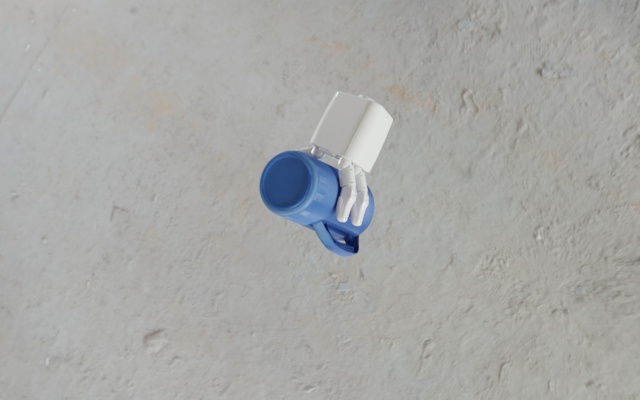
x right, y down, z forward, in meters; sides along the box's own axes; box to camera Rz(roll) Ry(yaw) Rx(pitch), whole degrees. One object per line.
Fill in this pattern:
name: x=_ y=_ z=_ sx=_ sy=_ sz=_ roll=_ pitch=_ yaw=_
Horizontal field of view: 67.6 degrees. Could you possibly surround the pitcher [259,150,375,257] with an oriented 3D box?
pitcher: x=0.000 y=0.003 z=0.850 sx=0.149 sy=0.145 sz=0.243 roll=27 pitch=2 yaw=28
